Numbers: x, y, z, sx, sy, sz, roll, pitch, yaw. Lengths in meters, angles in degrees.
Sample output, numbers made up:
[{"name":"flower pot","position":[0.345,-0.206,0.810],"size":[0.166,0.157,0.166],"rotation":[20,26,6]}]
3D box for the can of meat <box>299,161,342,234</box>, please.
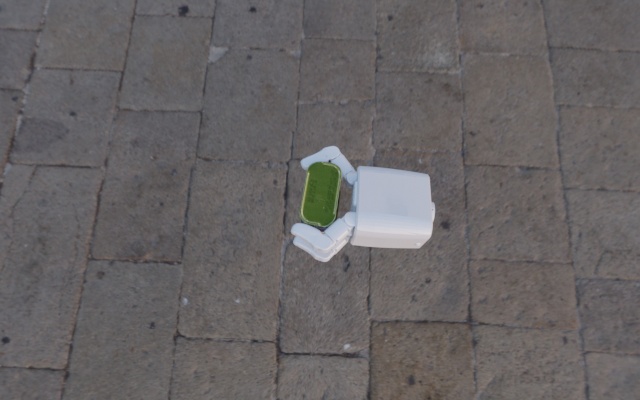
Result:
[{"name":"can of meat","position":[0.000,0.002,0.705],"size":[0.057,0.102,0.084],"rotation":[8,-18,1]}]
